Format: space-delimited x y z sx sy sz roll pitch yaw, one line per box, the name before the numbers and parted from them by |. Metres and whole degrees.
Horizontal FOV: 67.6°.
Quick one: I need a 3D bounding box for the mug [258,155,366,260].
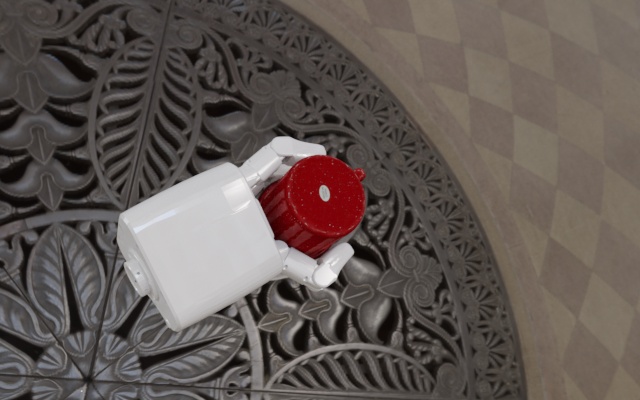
mug | 0.001 0.001 0.472 0.117 0.093 0.081 -31 -4 -30
